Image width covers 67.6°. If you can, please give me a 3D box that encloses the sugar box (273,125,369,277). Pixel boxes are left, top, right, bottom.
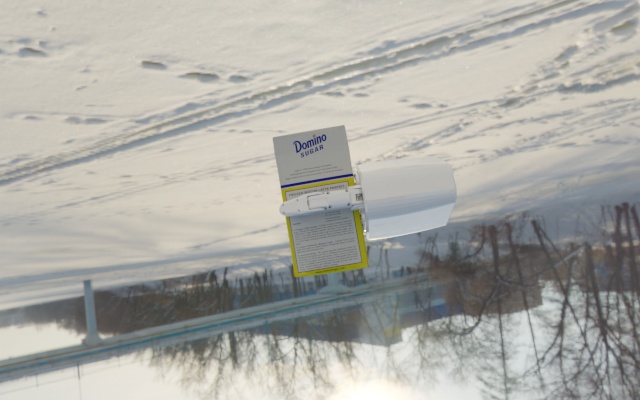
[{"bbox_3d":[0.000,0.002,0.595,0.093,0.176,0.048,-9,-7,2],"label":"sugar box"}]
